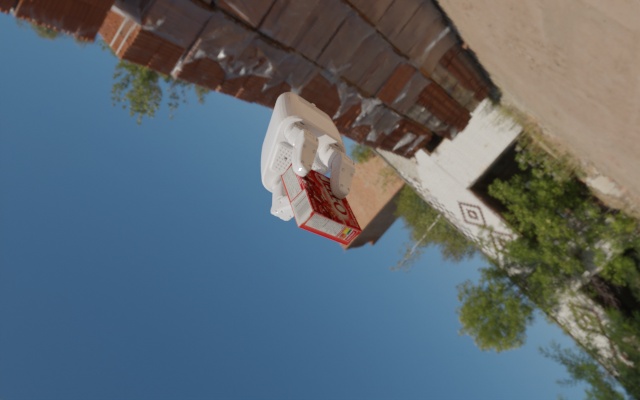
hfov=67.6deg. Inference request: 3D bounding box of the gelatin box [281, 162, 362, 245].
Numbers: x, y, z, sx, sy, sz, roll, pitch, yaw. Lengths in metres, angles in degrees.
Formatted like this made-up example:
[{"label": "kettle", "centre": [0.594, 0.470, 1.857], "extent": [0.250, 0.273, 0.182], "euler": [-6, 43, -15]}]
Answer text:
[{"label": "gelatin box", "centre": [0.000, 0.002, 0.541], "extent": [0.073, 0.030, 0.089], "euler": [24, 30, -36]}]
